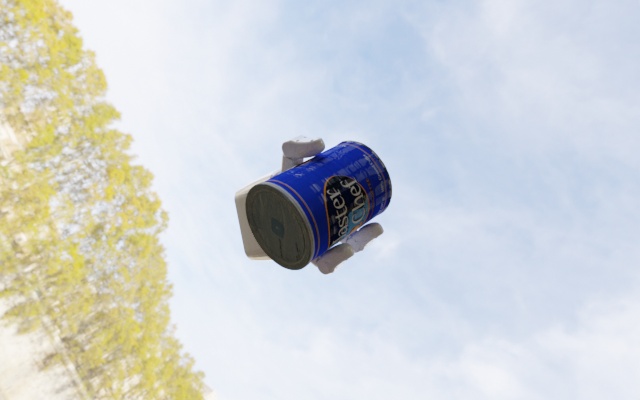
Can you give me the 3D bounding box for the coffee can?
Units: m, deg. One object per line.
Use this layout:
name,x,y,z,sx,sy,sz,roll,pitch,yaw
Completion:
coffee can,0.000,0.002,0.550,0.140,0.103,0.103,-31,20,-38
